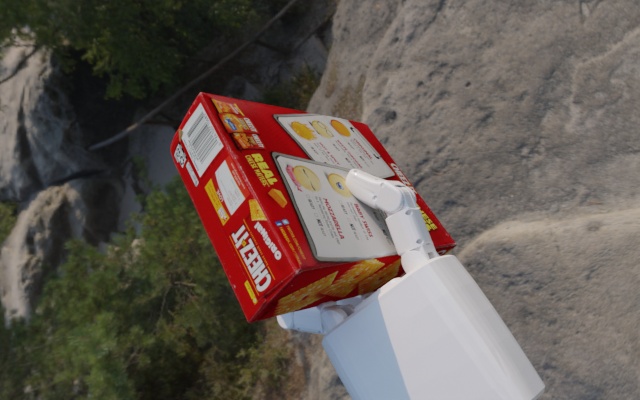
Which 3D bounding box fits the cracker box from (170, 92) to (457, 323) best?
[{"bbox_3d":[0.000,0.001,0.414,0.214,0.164,0.072,0,-39,-49],"label":"cracker box"}]
